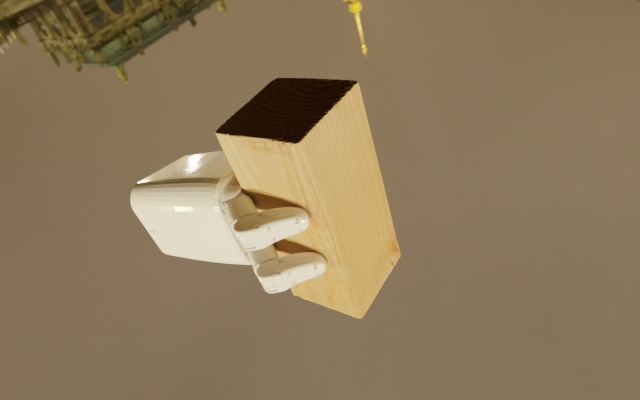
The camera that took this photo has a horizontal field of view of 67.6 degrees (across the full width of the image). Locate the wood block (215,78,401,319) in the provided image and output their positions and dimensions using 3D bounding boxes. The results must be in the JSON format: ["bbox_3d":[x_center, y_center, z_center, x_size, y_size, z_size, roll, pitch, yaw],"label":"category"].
[{"bbox_3d":[0.000,0.001,0.442,0.090,0.206,0.090,12,48,34],"label":"wood block"}]
